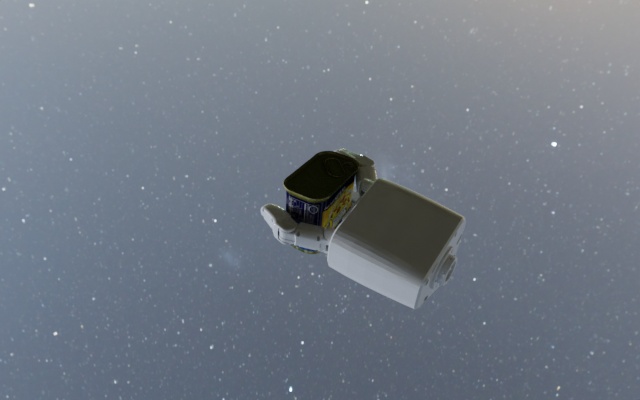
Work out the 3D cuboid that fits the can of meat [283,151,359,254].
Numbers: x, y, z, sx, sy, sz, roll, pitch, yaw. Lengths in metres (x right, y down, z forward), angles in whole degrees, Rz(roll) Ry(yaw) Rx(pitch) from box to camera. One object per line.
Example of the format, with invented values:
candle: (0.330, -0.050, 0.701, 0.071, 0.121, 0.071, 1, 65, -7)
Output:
can of meat: (0.000, 0.002, 0.569, 0.057, 0.084, 0.102, 22, 40, 22)
